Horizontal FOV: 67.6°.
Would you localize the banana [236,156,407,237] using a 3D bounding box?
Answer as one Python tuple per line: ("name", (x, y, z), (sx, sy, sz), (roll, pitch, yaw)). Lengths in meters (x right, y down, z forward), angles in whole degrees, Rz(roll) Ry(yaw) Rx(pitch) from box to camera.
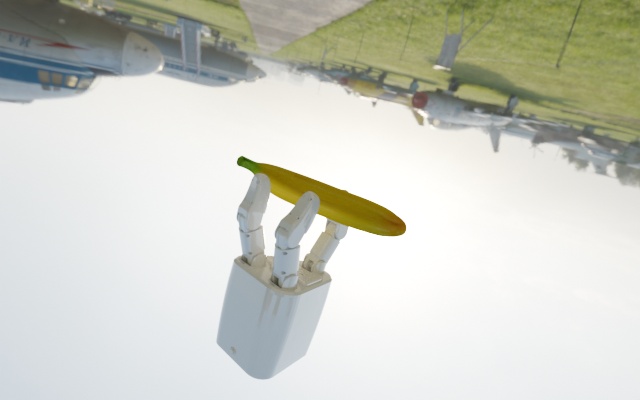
("banana", (0.003, 0.000, 0.522), (0.198, 0.037, 0.069), (21, 7, 17))
